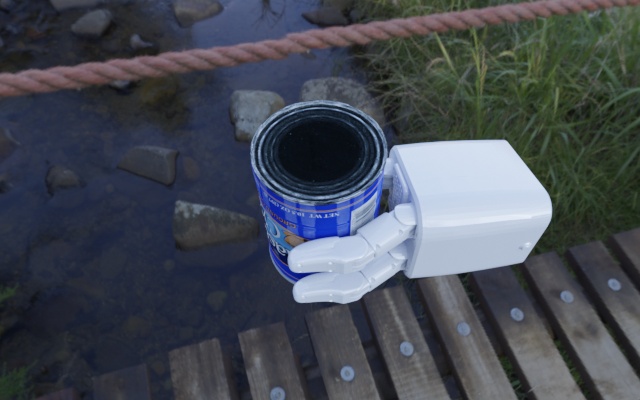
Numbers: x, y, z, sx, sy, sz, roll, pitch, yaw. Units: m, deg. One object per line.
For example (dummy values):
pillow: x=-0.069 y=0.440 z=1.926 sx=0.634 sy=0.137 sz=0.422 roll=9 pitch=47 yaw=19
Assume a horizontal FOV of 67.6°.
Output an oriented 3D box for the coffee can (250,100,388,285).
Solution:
coffee can: x=0.000 y=0.001 z=0.410 sx=0.103 sy=0.102 sz=0.140 roll=0 pitch=-36 yaw=1
